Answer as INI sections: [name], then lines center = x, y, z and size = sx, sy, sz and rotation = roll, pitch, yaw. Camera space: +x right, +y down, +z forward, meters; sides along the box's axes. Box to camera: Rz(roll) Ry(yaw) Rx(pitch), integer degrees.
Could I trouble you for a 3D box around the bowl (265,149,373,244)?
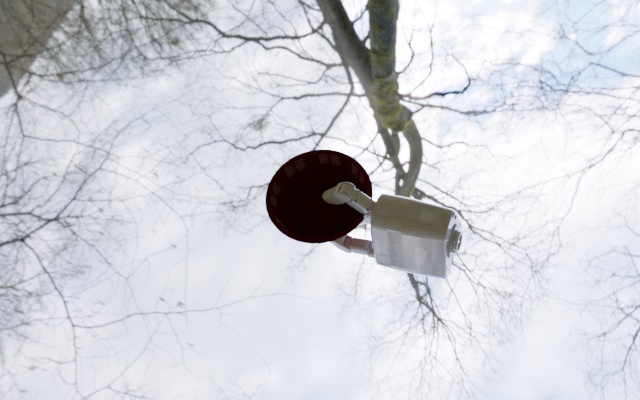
[bowl]
center = -0.001, 0.002, 0.732
size = 0.162, 0.162, 0.055
rotation = 0, -29, 9
